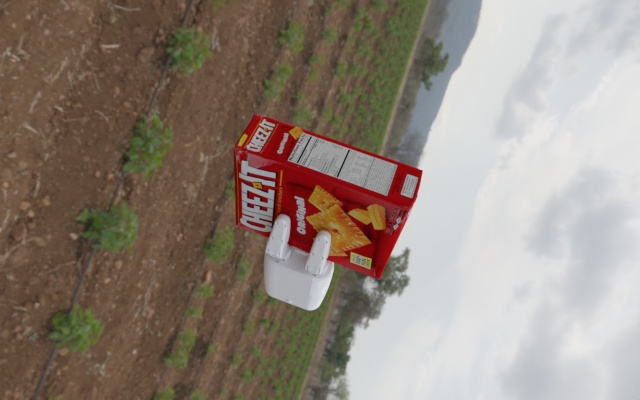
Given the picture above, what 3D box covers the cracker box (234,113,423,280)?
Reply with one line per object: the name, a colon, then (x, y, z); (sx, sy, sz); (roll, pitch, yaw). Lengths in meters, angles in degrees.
cracker box: (0.000, 0.002, 0.603); (0.213, 0.072, 0.164); (19, -38, 6)
